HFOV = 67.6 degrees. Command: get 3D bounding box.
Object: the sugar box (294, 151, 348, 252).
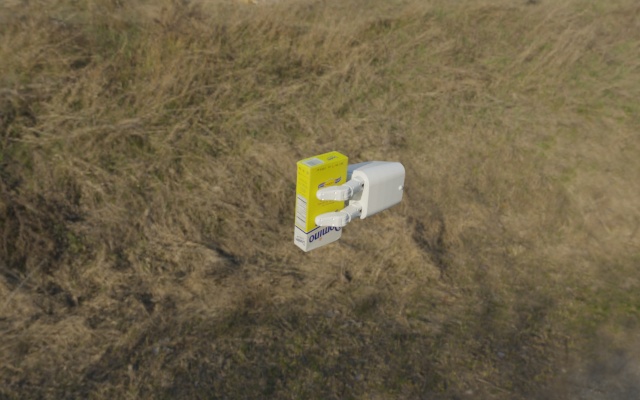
[{"bbox_3d":[0.001,0.003,0.899,0.093,0.176,0.048,-18,33,-34],"label":"sugar box"}]
